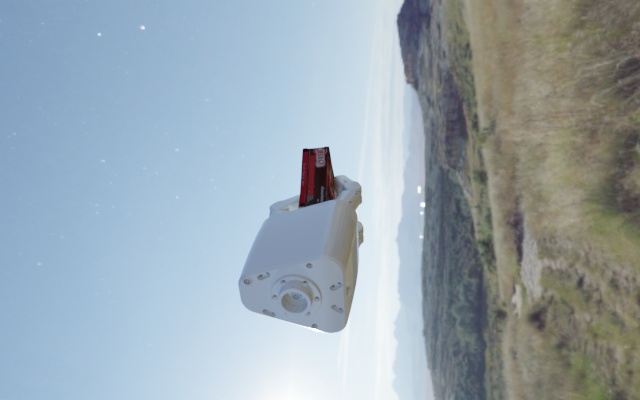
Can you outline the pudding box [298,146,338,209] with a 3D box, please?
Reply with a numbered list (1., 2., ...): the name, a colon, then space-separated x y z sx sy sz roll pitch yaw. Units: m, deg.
1. pudding box: 0.000 0.002 0.599 0.039 0.090 0.114 -1 -35 6
